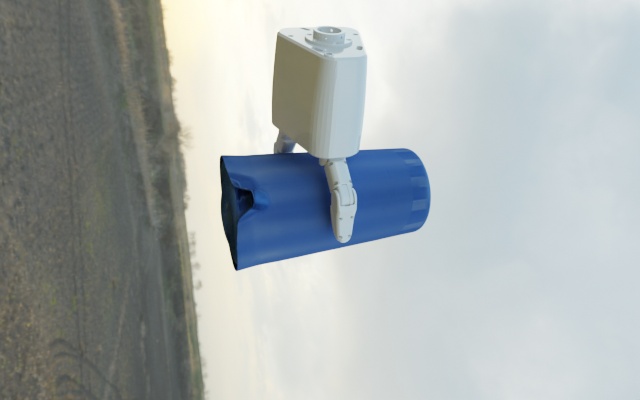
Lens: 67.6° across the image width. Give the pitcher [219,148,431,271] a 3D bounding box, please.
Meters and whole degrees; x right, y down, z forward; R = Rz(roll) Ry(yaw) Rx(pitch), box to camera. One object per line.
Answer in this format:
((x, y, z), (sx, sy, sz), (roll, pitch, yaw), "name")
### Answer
((0.000, 0.002, 0.586), (0.243, 0.145, 0.149), (-7, 35, -16), "pitcher")
